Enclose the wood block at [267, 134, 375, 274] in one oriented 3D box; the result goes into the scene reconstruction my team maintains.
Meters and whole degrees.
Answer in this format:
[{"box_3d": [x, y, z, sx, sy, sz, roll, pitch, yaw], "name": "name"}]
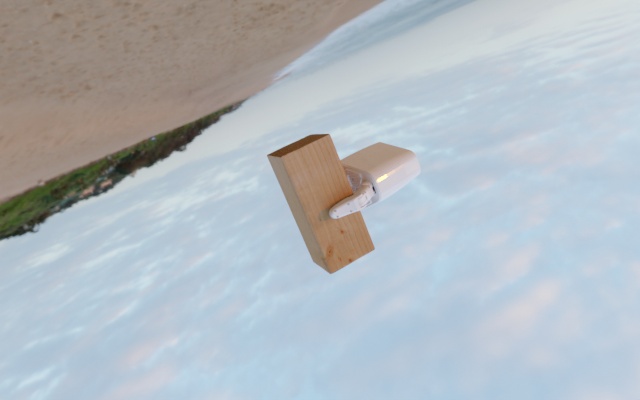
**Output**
[{"box_3d": [0.001, 0.003, 0.788, 0.090, 0.206, 0.091, -27, 15, -16], "name": "wood block"}]
